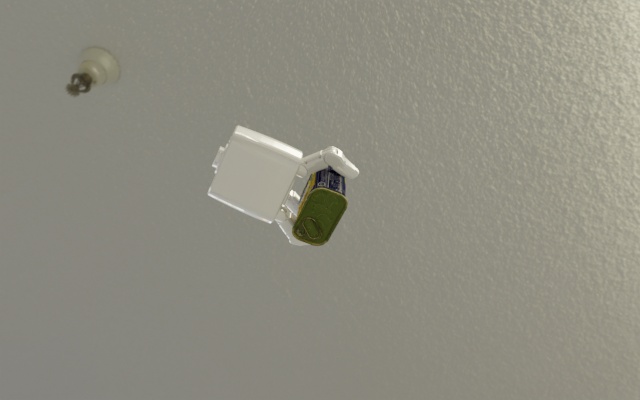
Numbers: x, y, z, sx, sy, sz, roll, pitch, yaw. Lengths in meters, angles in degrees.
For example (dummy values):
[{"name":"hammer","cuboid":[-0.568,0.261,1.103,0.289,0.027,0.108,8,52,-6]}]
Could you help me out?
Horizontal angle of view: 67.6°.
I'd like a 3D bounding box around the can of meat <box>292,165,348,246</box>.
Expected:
[{"name":"can of meat","cuboid":[0.000,0.002,0.717,0.057,0.102,0.084,20,34,-11]}]
